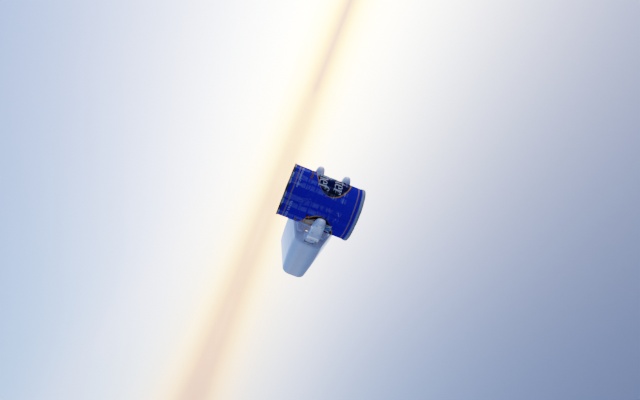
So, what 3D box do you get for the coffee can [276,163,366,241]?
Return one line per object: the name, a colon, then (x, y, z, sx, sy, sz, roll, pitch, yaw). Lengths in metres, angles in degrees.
coffee can: (0.000, 0.003, 0.888, 0.140, 0.103, 0.103, 21, -2, -5)
